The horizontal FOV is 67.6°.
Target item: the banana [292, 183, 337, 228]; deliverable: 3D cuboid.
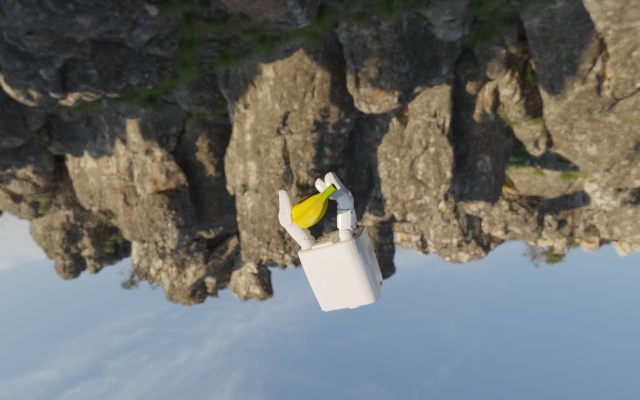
[{"bbox_3d":[-0.014,0.013,0.733,0.069,0.037,0.198,-36,4,-9],"label":"banana"}]
